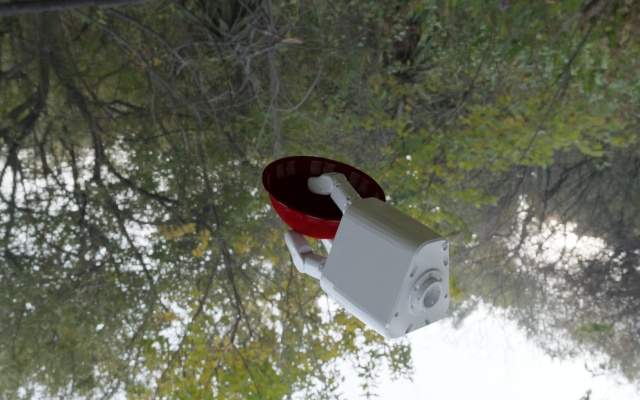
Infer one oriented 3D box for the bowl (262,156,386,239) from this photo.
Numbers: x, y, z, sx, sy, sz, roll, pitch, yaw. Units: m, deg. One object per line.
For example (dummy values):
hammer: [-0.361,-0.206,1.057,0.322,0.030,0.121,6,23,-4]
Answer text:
bowl: [0.000,0.002,0.622,0.162,0.055,0.162,10,31,-6]
